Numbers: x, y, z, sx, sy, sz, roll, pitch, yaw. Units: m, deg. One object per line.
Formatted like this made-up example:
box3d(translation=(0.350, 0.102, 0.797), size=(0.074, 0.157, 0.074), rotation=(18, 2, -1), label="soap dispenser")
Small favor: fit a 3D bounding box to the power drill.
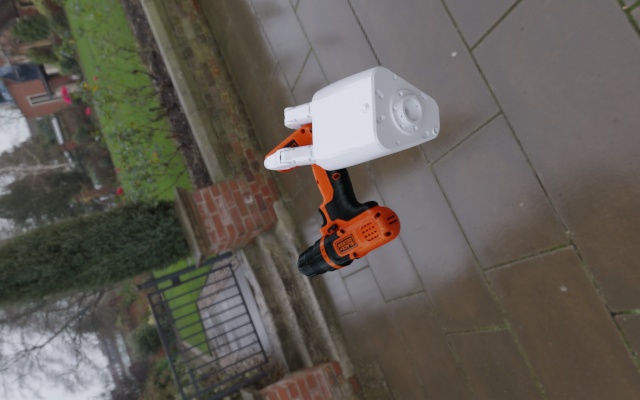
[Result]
box3d(translation=(0.000, 0.002, 0.651), size=(0.184, 0.187, 0.057), rotation=(-33, -6, 40), label="power drill")
